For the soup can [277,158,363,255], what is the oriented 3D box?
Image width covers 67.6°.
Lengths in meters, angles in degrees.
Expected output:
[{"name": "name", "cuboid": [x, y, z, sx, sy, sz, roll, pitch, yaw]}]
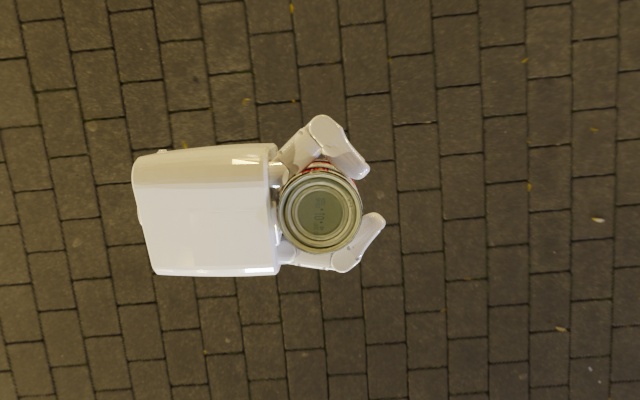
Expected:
[{"name": "soup can", "cuboid": [0.001, 0.002, 0.412, 0.068, 0.068, 0.102, 0, 10, 1]}]
